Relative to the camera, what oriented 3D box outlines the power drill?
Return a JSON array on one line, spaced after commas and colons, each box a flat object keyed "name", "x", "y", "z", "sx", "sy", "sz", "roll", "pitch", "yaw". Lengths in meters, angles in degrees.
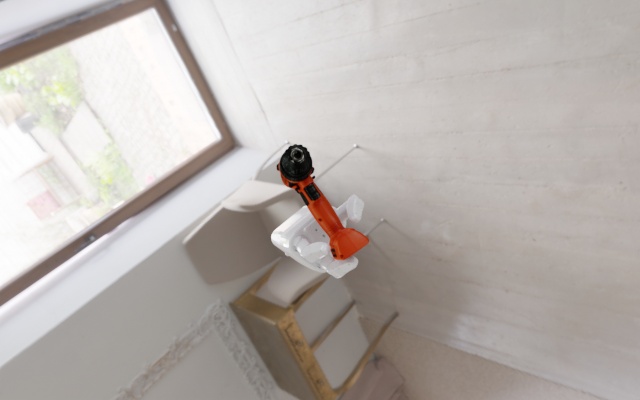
[{"name": "power drill", "x": 0.000, "y": 0.003, "z": 0.747, "sx": 0.057, "sy": 0.187, "sz": 0.184, "roll": -33, "pitch": -3, "yaw": -6}]
